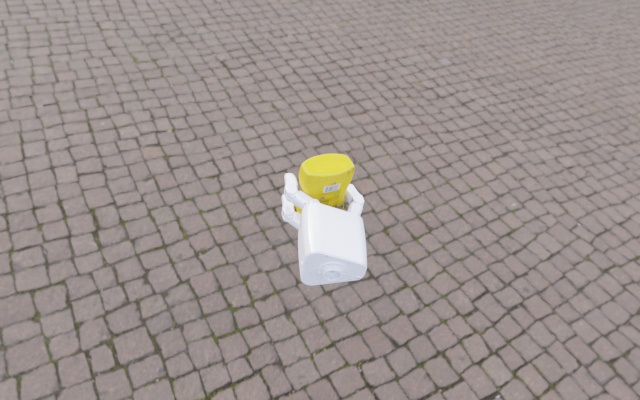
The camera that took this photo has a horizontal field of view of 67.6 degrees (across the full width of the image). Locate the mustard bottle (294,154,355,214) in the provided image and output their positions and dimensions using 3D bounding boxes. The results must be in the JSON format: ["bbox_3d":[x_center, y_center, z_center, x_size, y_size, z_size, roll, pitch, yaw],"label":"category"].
[{"bbox_3d":[0.000,0.002,0.892,0.096,0.192,0.058,-14,50,-24],"label":"mustard bottle"}]
